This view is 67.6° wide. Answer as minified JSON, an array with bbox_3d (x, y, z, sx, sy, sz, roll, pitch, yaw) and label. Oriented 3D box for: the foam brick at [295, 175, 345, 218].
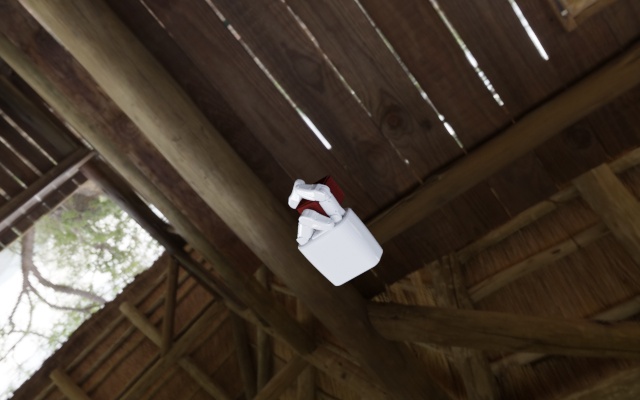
[{"bbox_3d":[0.000,0.003,0.864,0.053,0.051,0.078,-26,22,40],"label":"foam brick"}]
